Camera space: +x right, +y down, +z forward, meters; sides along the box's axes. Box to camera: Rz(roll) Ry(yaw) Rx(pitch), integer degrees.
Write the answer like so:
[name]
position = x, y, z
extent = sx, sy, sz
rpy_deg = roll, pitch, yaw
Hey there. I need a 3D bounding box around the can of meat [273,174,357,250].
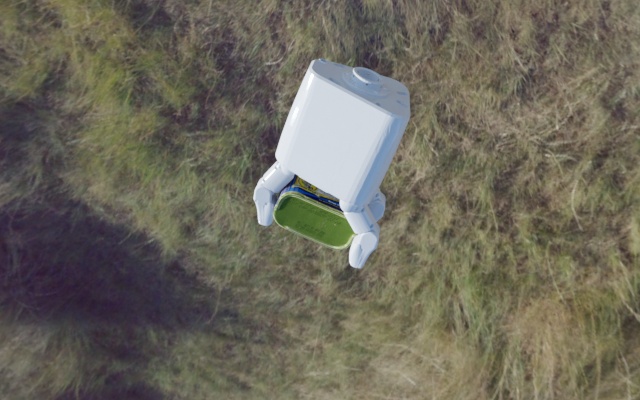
[can of meat]
position = 0.000, 0.002, 0.562
extent = 0.102, 0.057, 0.084
rpy_deg = 23, 34, -7
